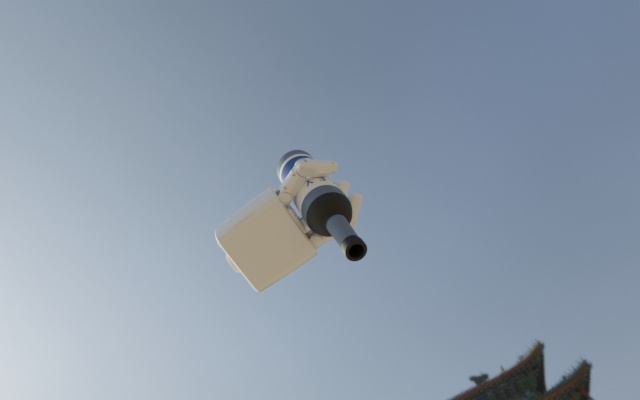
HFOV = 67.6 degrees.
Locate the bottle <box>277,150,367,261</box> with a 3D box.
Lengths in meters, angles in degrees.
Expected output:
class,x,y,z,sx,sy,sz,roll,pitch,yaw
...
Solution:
class,x,y,z,sx,sy,sz,roll,pitch,yaw
bottle,0.000,0.002,0.679,0.069,0.069,0.295,0,23,-18
